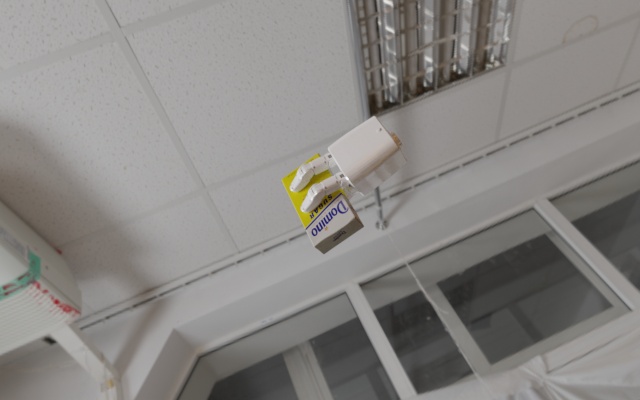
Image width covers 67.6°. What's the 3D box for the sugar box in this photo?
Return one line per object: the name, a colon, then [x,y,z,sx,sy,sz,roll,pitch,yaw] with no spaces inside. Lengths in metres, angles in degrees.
sugar box: [0.000,0.003,0.888,0.093,0.176,0.048,-36,-40,9]
